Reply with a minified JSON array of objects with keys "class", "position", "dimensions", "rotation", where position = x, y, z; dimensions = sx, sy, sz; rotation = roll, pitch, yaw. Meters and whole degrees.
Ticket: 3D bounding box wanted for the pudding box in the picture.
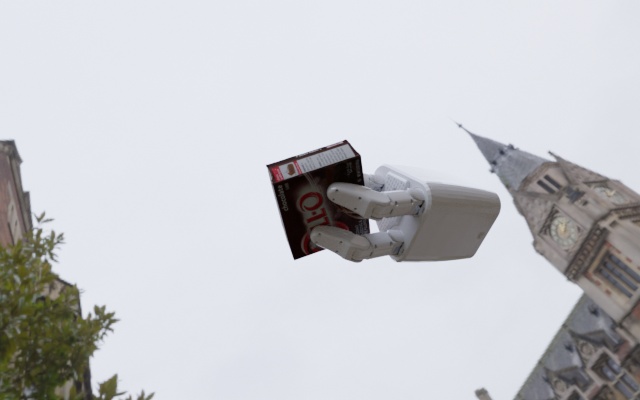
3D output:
[{"class":"pudding box","position":[0.000,0.001,0.494],"dimensions":[0.090,0.114,0.039],"rotation":[-19,40,-8]}]
